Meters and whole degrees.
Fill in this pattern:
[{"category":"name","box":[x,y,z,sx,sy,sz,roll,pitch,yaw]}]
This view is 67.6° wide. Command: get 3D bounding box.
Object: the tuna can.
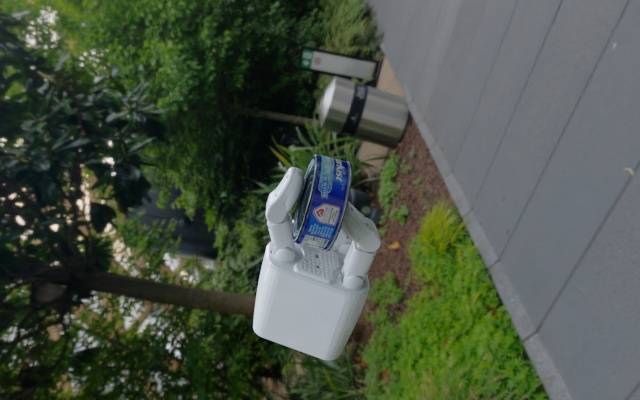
[{"category":"tuna can","box":[0.000,0.001,0.441,0.034,0.086,0.086,14,-2,-9]}]
